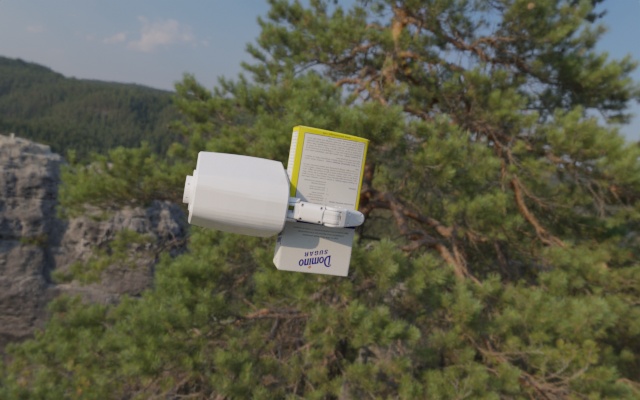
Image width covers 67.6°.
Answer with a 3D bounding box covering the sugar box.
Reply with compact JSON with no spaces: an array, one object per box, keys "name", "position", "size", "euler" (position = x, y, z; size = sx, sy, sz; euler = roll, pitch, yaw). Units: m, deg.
[{"name":"sugar box","position":[0.000,0.002,0.600],"size":[0.093,0.176,0.048],"euler":[9,6,-15]}]
